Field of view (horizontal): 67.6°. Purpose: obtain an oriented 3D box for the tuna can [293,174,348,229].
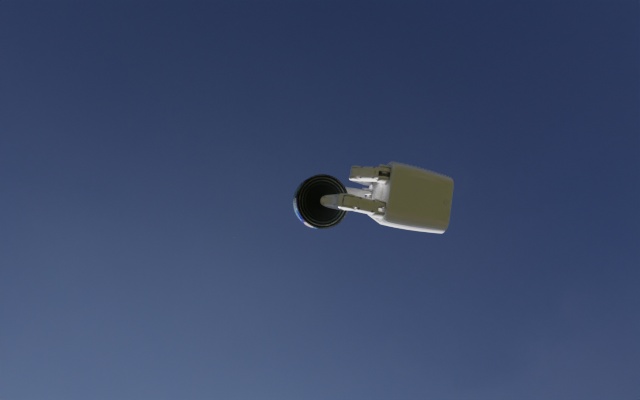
[{"bbox_3d":[0.000,0.002,0.759,0.086,0.086,0.034,0,-3,-16],"label":"tuna can"}]
